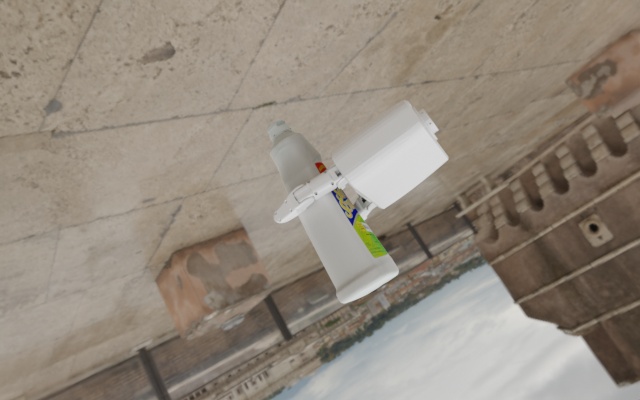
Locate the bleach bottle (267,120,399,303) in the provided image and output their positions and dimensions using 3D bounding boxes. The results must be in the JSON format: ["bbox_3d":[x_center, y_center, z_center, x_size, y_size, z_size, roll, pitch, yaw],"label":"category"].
[{"bbox_3d":[0.000,0.002,0.605,0.068,0.250,0.102,-37,-16,17],"label":"bleach bottle"}]
